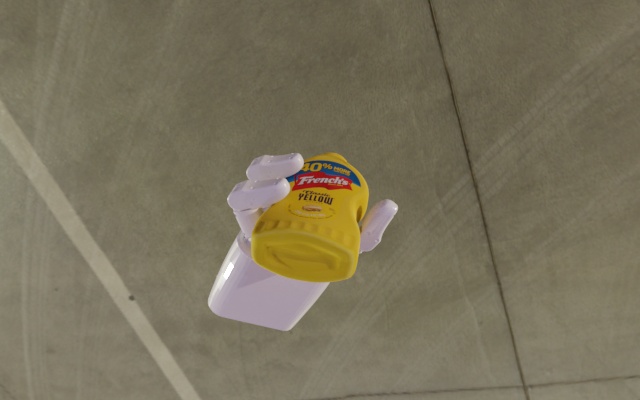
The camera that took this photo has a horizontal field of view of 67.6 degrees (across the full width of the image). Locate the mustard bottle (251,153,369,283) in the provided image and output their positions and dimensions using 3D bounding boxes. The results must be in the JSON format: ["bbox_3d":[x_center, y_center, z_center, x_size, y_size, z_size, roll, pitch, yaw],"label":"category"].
[{"bbox_3d":[0.000,0.001,0.493,0.096,0.058,0.191,7,32,7],"label":"mustard bottle"}]
